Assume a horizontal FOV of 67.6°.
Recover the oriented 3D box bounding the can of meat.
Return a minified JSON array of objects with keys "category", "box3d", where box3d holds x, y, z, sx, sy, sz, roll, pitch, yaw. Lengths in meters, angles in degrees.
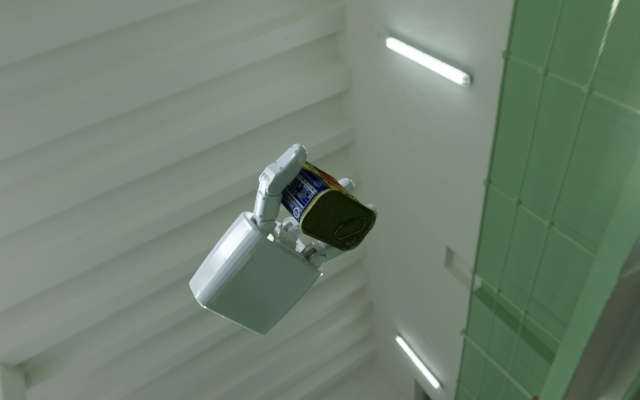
[{"category":"can of meat","box3d":[0.000,0.001,0.534,0.102,0.057,0.084,28,13,-46]}]
